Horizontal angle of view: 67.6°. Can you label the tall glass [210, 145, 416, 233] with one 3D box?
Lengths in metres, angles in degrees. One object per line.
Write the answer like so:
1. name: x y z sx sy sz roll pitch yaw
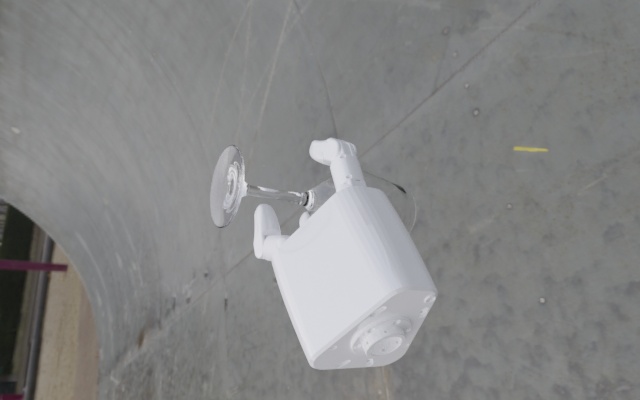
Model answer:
1. tall glass: -0.001 0.001 0.470 0.201 0.079 0.079 9 -5 -32
